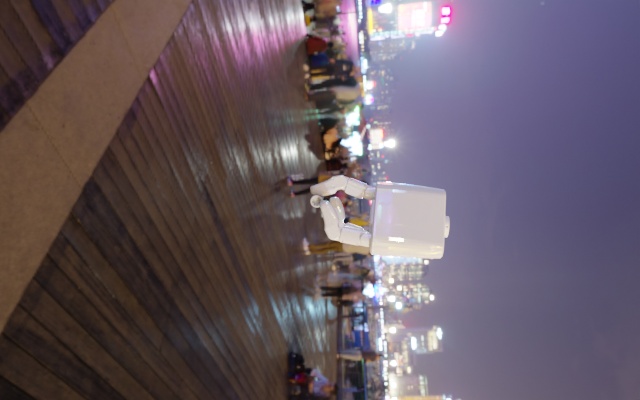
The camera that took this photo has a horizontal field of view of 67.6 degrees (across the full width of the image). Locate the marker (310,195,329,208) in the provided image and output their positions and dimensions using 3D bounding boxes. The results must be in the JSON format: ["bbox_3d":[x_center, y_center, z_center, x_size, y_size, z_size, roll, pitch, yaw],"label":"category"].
[{"bbox_3d":[0.000,0.003,0.783,0.020,0.020,0.121,0,-2,6],"label":"marker"}]
